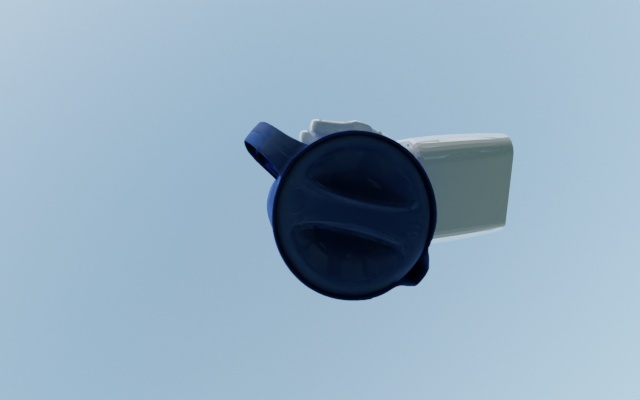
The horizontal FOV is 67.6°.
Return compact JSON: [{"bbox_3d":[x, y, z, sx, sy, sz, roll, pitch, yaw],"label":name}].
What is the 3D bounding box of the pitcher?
[{"bbox_3d":[0.000,0.002,0.481,0.145,0.149,0.243,-6,3,-11],"label":"pitcher"}]
